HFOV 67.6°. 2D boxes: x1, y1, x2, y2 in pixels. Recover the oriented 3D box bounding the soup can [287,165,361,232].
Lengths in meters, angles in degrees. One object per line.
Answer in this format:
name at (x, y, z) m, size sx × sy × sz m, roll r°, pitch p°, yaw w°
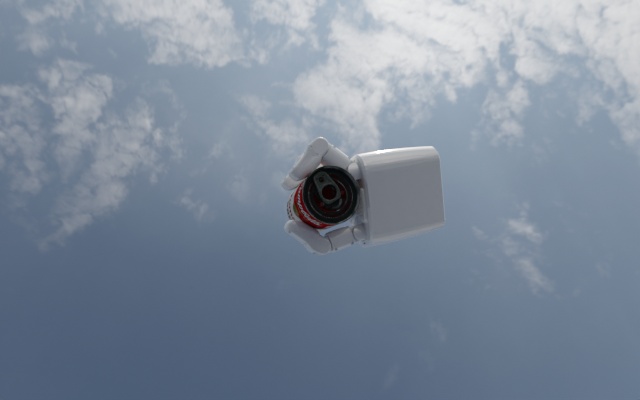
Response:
soup can at (0.000, 0.002, 0.582) m, size 0.068 × 0.068 × 0.102 m, roll 0°, pitch -10°, yaw -15°
